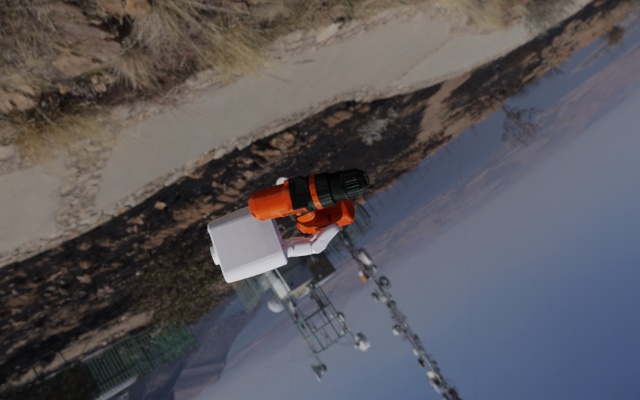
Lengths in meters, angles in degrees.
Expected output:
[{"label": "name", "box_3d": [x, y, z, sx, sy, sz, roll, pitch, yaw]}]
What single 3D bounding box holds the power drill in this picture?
[{"label": "power drill", "box_3d": [0.000, 0.003, 0.769, 0.184, 0.057, 0.188, -12, -16, 13]}]
